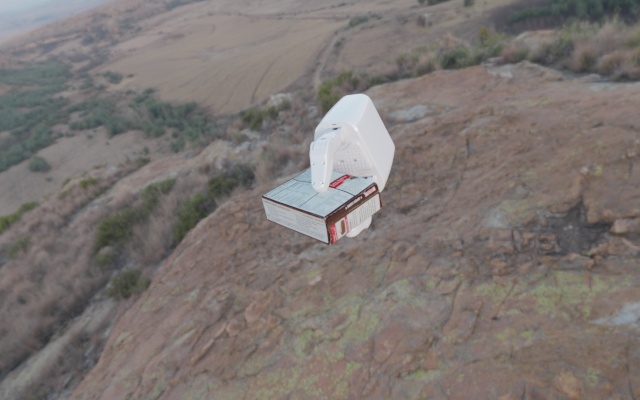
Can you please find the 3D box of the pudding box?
[{"bbox_3d":[0.000,0.002,0.556,0.090,0.039,0.113,-34,33,-33],"label":"pudding box"}]
